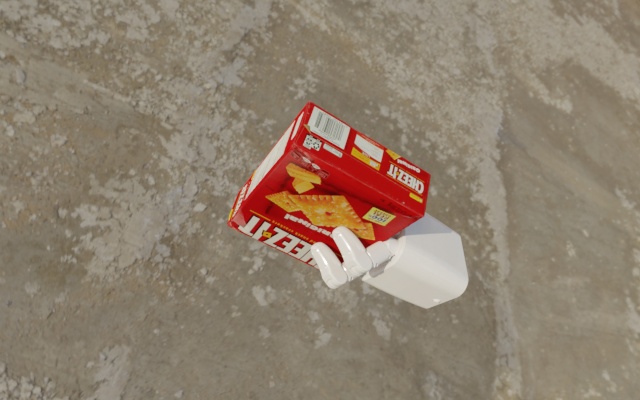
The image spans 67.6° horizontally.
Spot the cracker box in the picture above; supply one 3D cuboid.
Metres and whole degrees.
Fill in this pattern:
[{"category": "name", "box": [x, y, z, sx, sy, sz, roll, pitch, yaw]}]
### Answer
[{"category": "cracker box", "box": [0.000, 0.002, 0.579, 0.164, 0.072, 0.214, 28, -37, -15]}]
